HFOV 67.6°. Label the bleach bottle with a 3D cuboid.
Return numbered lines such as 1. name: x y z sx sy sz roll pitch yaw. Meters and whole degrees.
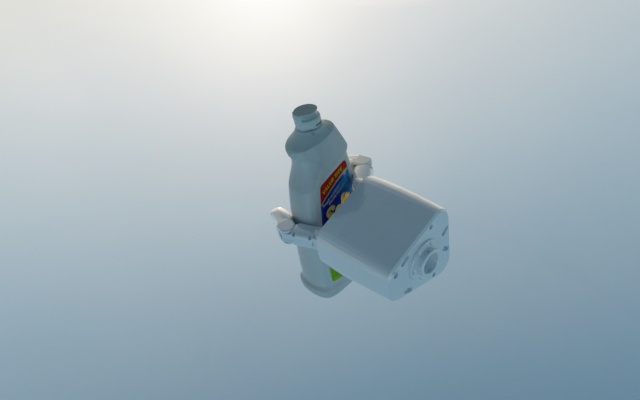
1. bleach bottle: 0.000 0.002 0.598 0.102 0.251 0.068 -37 42 -28
